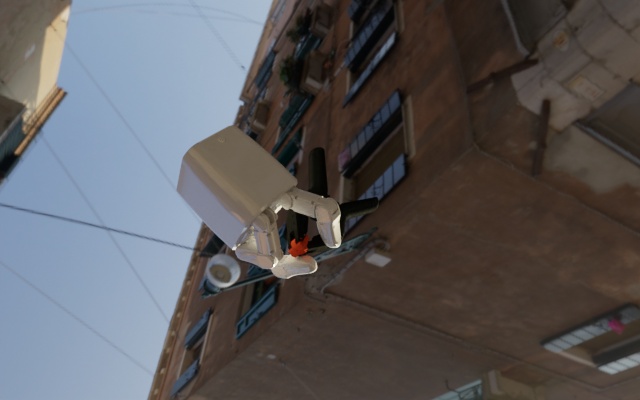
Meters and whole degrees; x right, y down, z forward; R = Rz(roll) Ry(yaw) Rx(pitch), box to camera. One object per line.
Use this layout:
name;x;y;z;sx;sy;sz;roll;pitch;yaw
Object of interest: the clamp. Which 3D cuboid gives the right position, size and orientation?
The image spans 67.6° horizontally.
clamp;0.000;0.003;0.615;0.039;0.120;0.171;-50;-5;41
